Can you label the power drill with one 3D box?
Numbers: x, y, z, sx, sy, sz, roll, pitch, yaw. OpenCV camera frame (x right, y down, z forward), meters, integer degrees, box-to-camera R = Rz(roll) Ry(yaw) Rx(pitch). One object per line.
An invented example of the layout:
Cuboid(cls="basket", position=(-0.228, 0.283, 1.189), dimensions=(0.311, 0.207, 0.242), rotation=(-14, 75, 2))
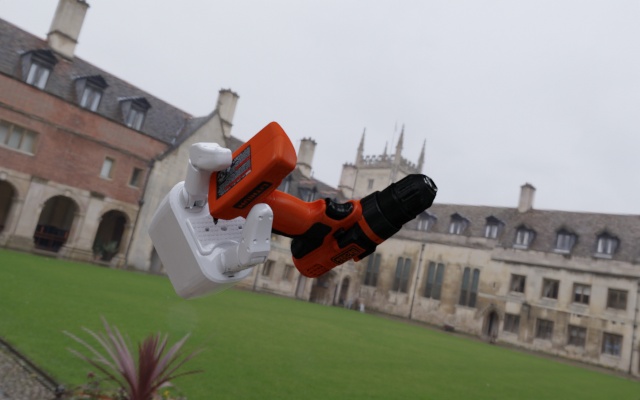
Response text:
Cuboid(cls="power drill", position=(0.000, 0.001, 0.475), dimensions=(0.184, 0.057, 0.188), rotation=(-36, -48, 25))
